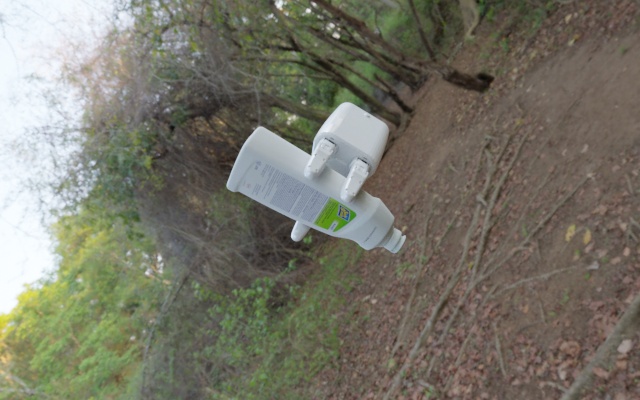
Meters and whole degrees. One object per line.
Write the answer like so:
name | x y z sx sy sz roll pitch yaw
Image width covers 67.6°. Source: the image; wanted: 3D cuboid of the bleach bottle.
bleach bottle | 0.000 0.002 0.665 0.251 0.103 0.068 31 43 -2
